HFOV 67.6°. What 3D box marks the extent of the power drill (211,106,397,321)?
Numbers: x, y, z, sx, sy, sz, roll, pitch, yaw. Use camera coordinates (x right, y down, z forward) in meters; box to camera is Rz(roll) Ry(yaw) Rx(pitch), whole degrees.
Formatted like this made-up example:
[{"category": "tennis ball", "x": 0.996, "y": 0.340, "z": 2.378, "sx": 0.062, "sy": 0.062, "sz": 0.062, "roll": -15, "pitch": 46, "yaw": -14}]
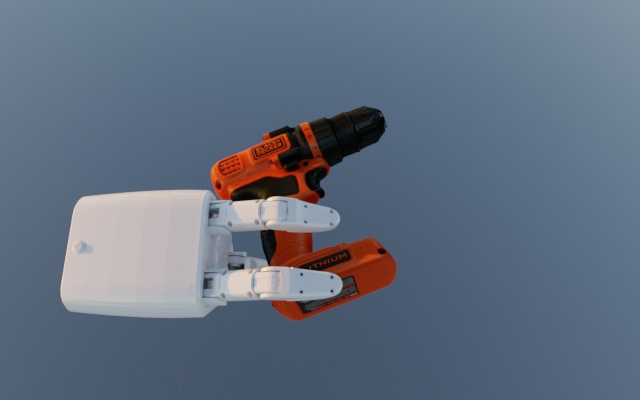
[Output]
[{"category": "power drill", "x": 0.000, "y": 0.002, "z": 0.441, "sx": 0.184, "sy": 0.187, "sz": 0.057, "roll": -23, "pitch": -39, "yaw": 1}]
